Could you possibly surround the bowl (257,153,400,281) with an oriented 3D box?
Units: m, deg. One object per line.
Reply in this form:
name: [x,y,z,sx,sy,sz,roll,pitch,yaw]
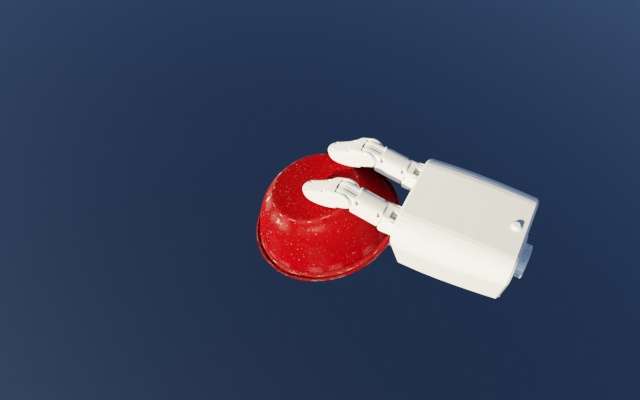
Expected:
bowl: [-0.001,0.001,0.506,0.162,0.162,0.055,0,-38,19]
